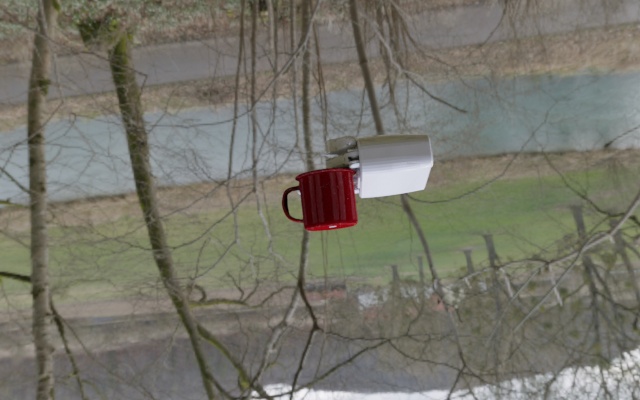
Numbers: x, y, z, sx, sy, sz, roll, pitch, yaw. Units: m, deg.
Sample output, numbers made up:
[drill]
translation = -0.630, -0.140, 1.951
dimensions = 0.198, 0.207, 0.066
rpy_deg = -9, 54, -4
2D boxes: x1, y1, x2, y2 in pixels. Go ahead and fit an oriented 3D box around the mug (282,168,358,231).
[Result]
[mug]
translation = -0.001, 0.003, 0.718
dimensions = 0.117, 0.081, 0.093
rpy_deg = -6, -8, 1
